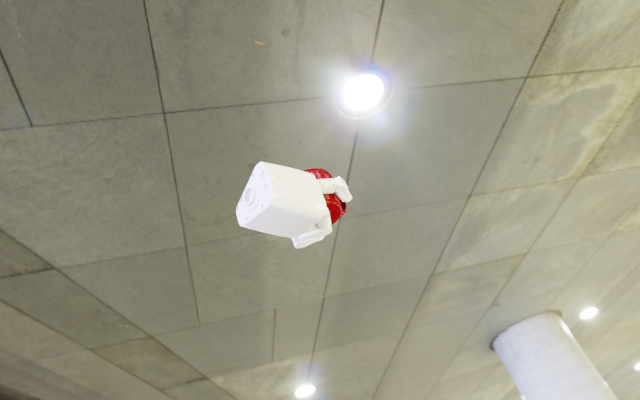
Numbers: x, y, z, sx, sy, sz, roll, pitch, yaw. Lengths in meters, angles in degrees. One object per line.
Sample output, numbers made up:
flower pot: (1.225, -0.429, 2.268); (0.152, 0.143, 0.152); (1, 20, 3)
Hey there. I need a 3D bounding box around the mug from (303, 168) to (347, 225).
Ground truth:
mug: (0.001, 0.003, 0.893); (0.117, 0.081, 0.093); (13, -51, -35)
